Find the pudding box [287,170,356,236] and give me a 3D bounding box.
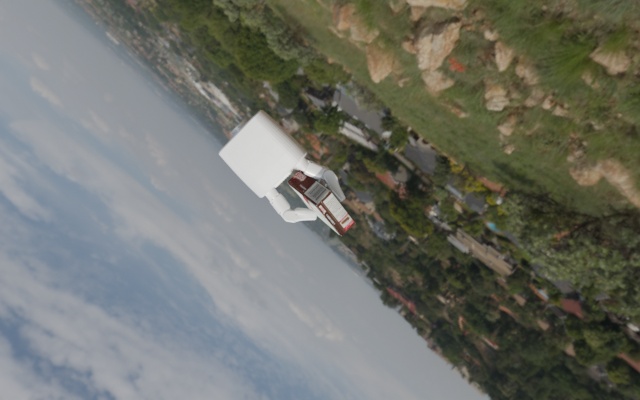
[{"bbox_3d":[0.000,0.003,0.830,0.090,0.039,0.113,50,-6,-37],"label":"pudding box"}]
